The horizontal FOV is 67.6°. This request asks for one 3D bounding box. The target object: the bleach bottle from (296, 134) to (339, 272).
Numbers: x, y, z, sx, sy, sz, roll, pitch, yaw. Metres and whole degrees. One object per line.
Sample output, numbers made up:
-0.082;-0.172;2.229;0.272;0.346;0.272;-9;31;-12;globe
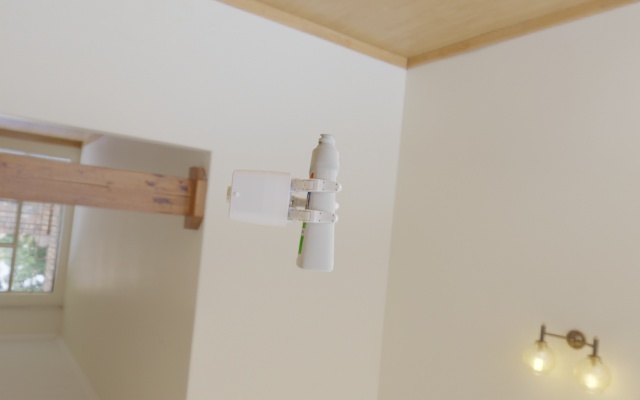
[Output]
0.000;0.003;0.895;0.068;0.251;0.102;6;-3;-6;bleach bottle
